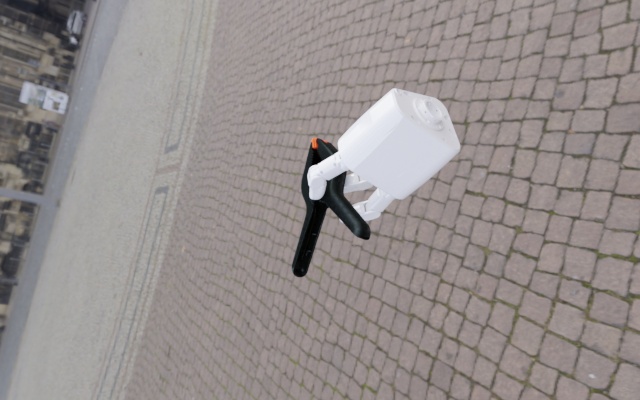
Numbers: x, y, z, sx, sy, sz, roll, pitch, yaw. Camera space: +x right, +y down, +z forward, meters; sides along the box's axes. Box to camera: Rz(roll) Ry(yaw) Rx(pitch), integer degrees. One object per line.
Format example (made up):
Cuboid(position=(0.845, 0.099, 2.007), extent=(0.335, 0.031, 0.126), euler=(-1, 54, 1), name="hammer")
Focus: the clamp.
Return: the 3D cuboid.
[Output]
Cuboid(position=(0.000, 0.002, 0.707), extent=(0.036, 0.209, 0.165), euler=(17, -42, -33), name="clamp")
